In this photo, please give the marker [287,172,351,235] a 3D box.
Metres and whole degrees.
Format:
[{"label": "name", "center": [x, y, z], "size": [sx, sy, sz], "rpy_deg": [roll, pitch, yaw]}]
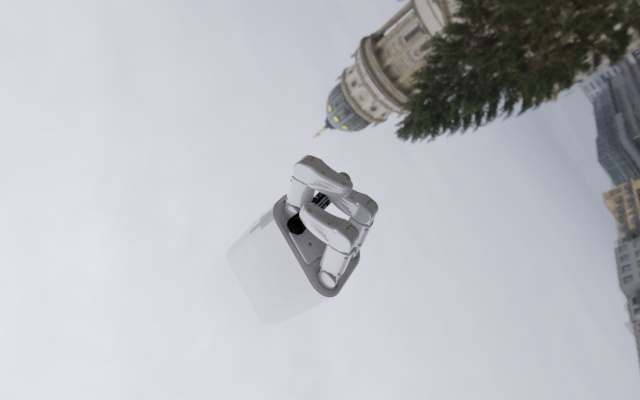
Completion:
[{"label": "marker", "center": [0.000, 0.002, 0.497], "size": [0.020, 0.020, 0.121], "rpy_deg": [0, 26, 29]}]
